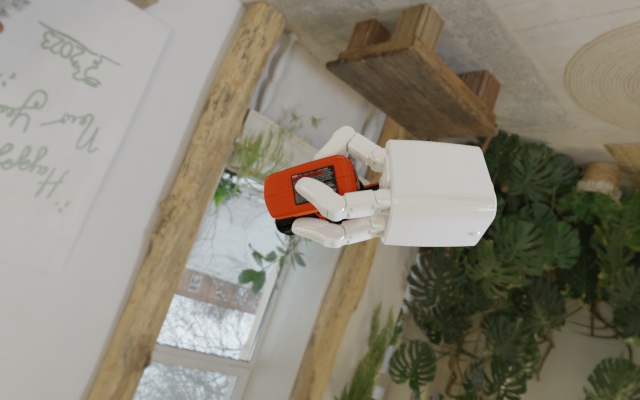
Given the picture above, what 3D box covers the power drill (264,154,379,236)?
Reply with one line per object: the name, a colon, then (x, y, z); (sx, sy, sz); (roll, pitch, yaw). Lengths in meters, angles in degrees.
power drill: (0.000, 0.002, 0.605); (0.184, 0.057, 0.188); (-16, -12, 15)
